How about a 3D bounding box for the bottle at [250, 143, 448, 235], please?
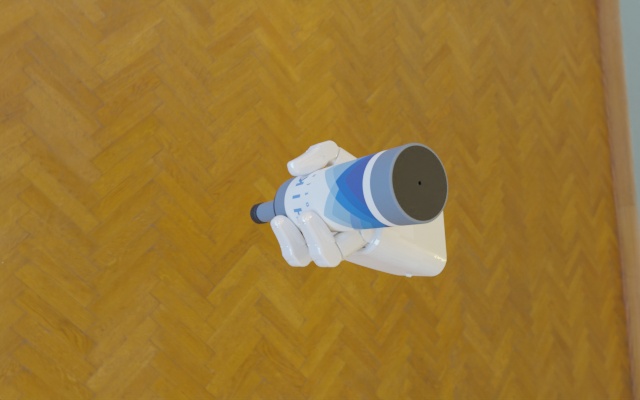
[{"bbox_3d":[0.000,0.002,0.508,0.069,0.069,0.296,0,-6,-34],"label":"bottle"}]
